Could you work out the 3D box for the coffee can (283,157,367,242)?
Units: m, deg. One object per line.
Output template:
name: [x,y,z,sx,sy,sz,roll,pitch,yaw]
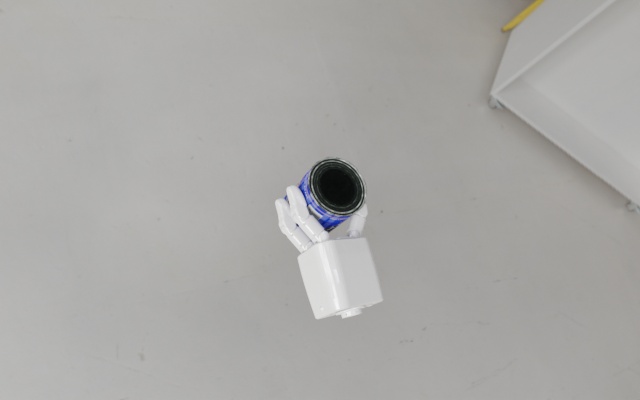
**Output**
coffee can: [0.000,0.003,0.806,0.103,0.102,0.140,0,-22,-25]
